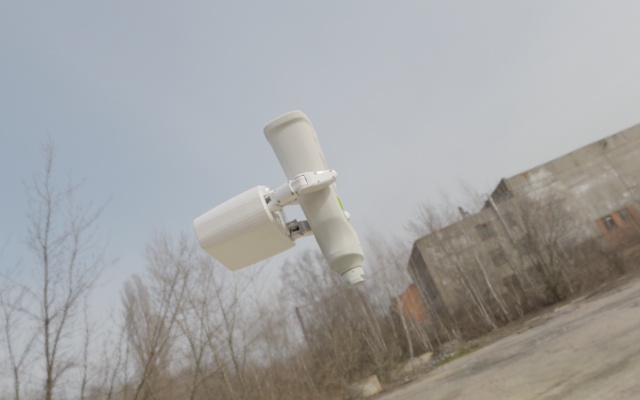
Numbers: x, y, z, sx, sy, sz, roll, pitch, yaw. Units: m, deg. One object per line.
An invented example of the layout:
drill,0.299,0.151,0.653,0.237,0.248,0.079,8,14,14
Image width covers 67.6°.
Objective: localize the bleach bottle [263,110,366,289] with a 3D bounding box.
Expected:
bleach bottle,0.000,0.002,0.676,0.068,0.250,0.102,-26,-19,7
